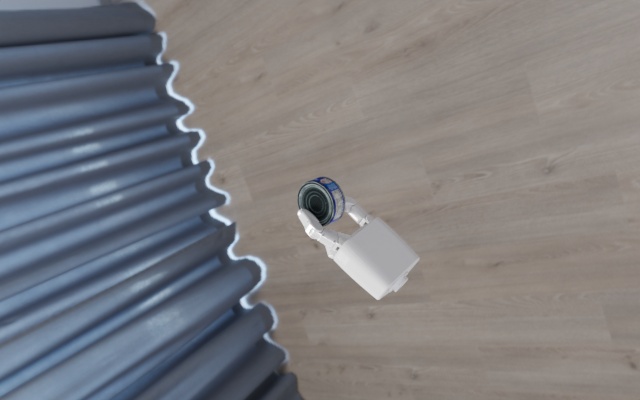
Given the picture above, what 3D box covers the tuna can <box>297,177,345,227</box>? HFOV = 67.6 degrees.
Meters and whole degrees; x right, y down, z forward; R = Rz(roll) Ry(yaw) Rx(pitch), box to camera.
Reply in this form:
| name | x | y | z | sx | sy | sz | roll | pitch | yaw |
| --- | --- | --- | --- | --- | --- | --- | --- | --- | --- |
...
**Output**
| name | x | y | z | sx | sy | sz | roll | pitch | yaw |
| --- | --- | --- | --- | --- | --- | --- | --- | --- | --- |
| tuna can | 0.000 | 0.003 | 0.846 | 0.086 | 0.086 | 0.033 | 0 | 15 | 40 |
